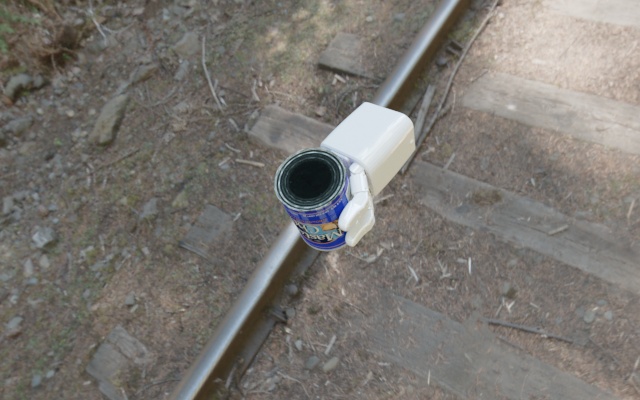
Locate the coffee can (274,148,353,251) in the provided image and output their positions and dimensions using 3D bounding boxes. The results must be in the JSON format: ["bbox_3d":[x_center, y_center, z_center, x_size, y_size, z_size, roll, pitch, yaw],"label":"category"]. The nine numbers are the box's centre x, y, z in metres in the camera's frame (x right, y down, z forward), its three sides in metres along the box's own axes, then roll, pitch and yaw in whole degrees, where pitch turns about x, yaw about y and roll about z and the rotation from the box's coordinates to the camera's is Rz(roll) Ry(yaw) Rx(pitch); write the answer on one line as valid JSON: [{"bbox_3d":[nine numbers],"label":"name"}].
[{"bbox_3d":[0.000,0.003,0.715,0.103,0.102,0.140,0,-28,14],"label":"coffee can"}]
